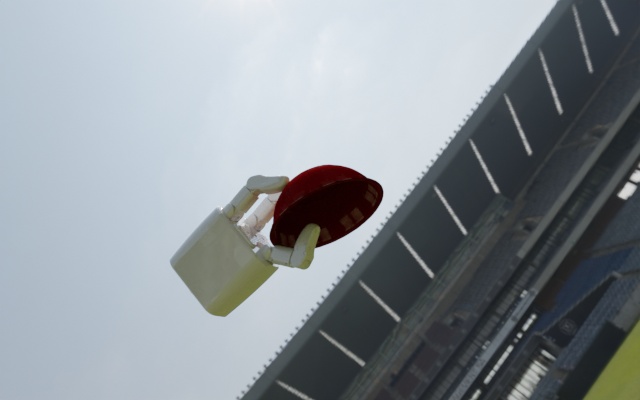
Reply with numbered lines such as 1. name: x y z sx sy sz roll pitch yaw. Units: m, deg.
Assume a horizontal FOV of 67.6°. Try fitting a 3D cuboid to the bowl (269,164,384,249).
1. bowl: 0.001 0.001 0.633 0.162 0.055 0.162 -20 -29 -11
